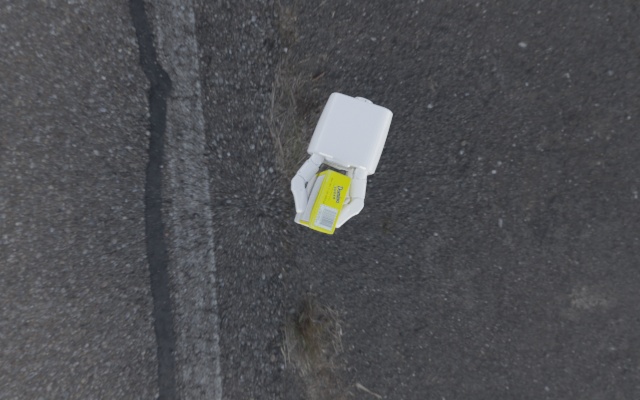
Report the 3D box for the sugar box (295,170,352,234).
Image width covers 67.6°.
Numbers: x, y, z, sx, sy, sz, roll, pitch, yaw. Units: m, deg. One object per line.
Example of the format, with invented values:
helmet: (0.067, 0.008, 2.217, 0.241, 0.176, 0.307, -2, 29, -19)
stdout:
sugar box: (0.001, 0.003, 0.798, 0.048, 0.093, 0.176, 21, -3, -7)
